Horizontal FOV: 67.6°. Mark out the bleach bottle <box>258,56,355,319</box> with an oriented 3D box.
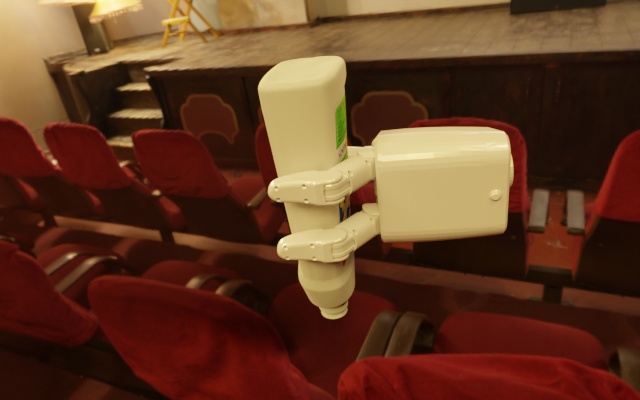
[{"bbox_3d":[0.000,0.001,0.453,0.068,0.251,0.102,-2,28,12],"label":"bleach bottle"}]
